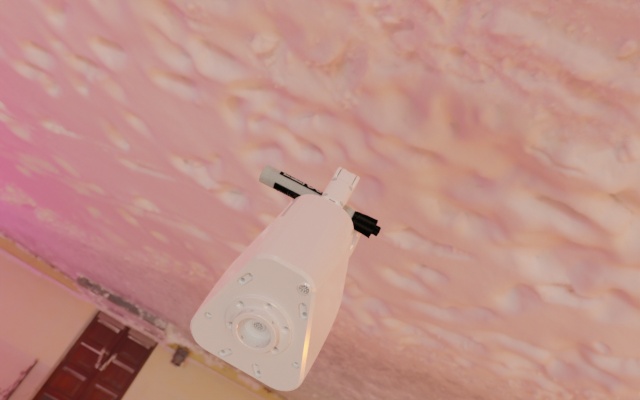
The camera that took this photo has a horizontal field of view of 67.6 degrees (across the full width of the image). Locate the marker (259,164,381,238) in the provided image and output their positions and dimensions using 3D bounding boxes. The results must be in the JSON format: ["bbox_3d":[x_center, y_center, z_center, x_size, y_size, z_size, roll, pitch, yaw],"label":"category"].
[{"bbox_3d":[0.000,0.001,0.442,0.121,0.020,0.020,27,2,4],"label":"marker"}]
